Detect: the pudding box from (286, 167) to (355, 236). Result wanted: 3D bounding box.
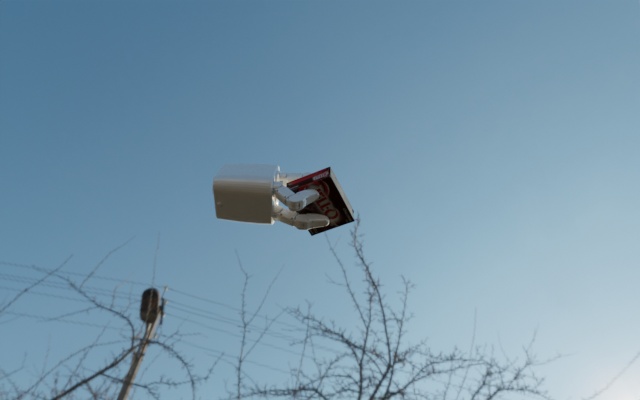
[{"bbox_3d":[0.000,0.003,0.870,0.090,0.113,0.039,-20,36,17],"label":"pudding box"}]
